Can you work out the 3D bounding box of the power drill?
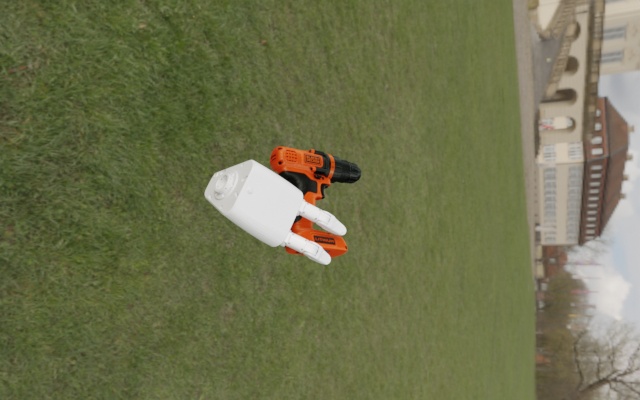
[{"bbox_3d":[0.000,0.003,0.837,0.184,0.187,0.057,8,-25,-30],"label":"power drill"}]
